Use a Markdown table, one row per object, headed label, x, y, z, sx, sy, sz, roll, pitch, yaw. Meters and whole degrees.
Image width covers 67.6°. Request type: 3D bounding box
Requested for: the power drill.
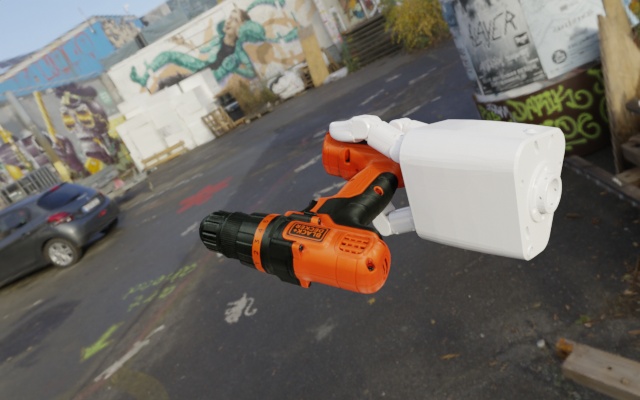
| label | x | y | z | sx | sy | sz | roll | pitch | yaw |
| --- | --- | --- | --- | --- | --- | --- | --- | --- | --- |
| power drill | 0.001 | 0.001 | 0.462 | 0.184 | 0.057 | 0.187 | 11 | 43 | 25 |
